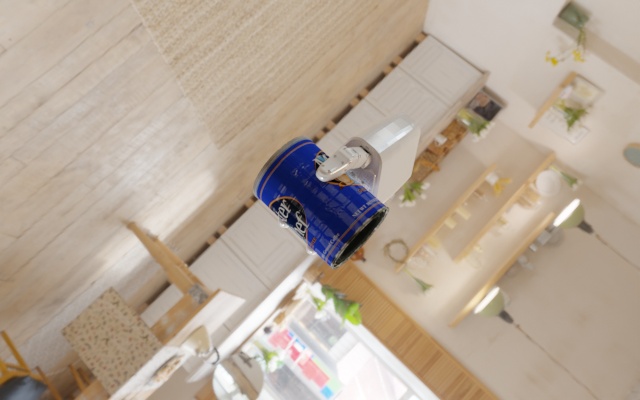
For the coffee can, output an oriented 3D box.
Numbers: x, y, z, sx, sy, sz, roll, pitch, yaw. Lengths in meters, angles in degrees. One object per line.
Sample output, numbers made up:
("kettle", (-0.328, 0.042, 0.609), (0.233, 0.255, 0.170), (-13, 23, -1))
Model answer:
("coffee can", (0.000, 0.002, 0.600), (0.140, 0.103, 0.103), (42, 13, 15))
